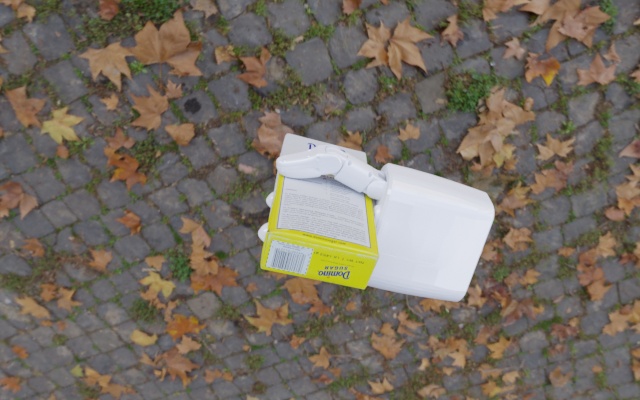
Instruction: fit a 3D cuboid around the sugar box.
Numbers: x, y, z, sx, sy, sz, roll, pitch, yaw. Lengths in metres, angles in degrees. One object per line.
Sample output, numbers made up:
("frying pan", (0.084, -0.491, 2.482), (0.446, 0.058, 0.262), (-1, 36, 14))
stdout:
("sugar box", (0.000, 0.002, 0.456), (0.093, 0.048, 0.176), (13, 31, -7))
